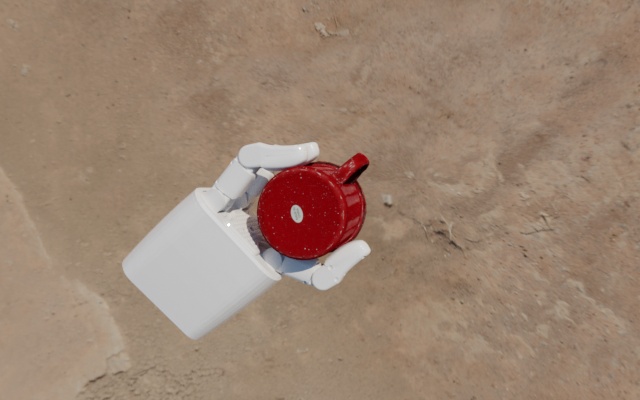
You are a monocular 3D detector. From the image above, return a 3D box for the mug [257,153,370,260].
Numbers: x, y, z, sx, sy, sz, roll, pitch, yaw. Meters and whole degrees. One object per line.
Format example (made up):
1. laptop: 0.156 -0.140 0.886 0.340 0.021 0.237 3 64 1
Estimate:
1. mug: 0.001 0.001 0.439 0.117 0.093 0.081 -42 -6 11
